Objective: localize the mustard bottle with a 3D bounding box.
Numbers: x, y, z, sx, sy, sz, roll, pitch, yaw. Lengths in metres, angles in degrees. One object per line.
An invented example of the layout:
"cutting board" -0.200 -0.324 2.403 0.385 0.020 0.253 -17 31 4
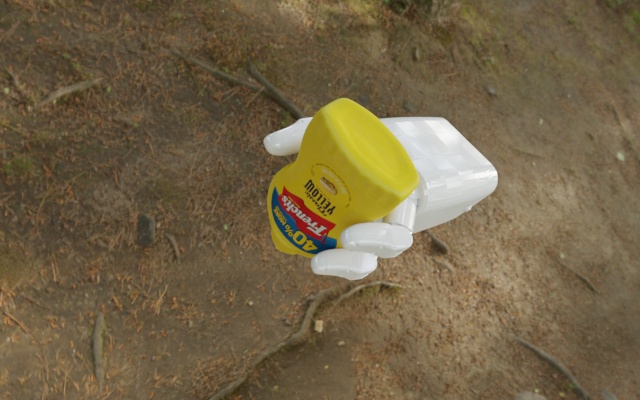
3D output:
"mustard bottle" 0.000 0.001 0.435 0.058 0.096 0.192 -40 -5 -39
